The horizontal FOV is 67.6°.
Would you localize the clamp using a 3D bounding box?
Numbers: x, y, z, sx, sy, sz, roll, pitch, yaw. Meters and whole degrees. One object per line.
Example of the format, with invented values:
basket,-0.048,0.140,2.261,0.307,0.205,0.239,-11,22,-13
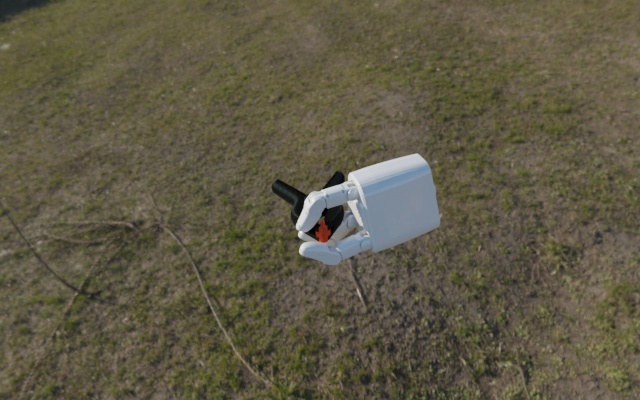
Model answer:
clamp,0.000,0.002,0.732,0.120,0.039,0.171,-18,36,-10
